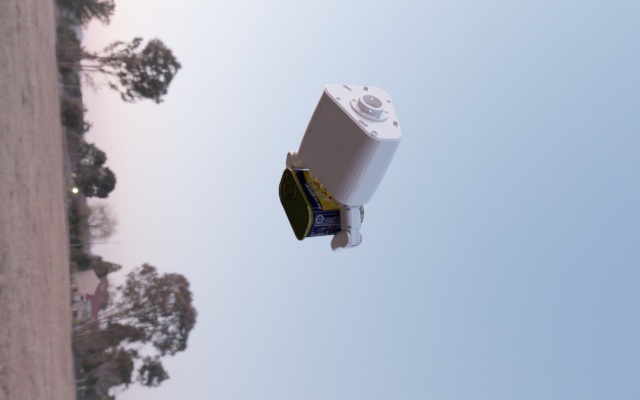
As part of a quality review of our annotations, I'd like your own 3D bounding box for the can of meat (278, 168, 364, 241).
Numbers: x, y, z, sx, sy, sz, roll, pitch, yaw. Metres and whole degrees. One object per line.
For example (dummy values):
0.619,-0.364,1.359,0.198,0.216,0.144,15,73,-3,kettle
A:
0.000,0.002,0.647,0.084,0.057,0.102,-3,46,-27,can of meat
